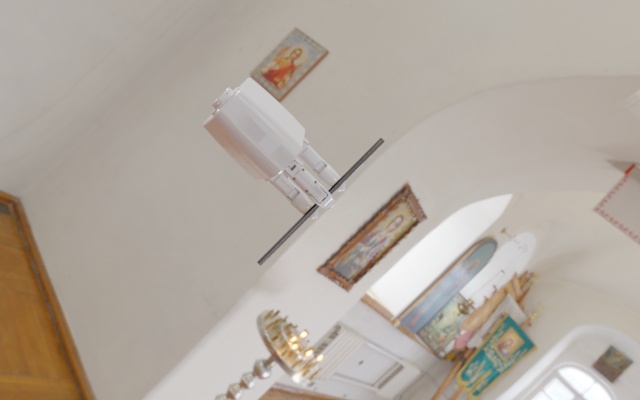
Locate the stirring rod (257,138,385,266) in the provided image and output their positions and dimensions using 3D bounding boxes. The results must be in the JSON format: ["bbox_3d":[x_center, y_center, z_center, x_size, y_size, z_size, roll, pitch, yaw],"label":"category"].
[{"bbox_3d":[0.000,0.002,0.655,0.011,0.239,0.011,45,2,-2],"label":"stirring rod"}]
